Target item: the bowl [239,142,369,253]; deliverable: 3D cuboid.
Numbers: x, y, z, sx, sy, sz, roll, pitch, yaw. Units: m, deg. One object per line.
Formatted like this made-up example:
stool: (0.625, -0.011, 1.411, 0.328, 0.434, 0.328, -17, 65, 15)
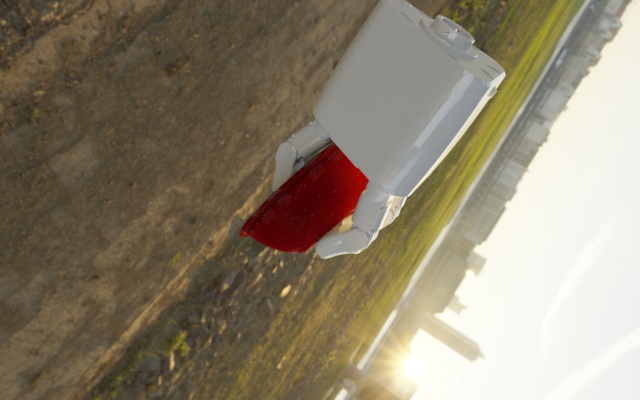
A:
bowl: (0.000, 0.002, 0.467, 0.162, 0.055, 0.162, -40, -3, -3)
